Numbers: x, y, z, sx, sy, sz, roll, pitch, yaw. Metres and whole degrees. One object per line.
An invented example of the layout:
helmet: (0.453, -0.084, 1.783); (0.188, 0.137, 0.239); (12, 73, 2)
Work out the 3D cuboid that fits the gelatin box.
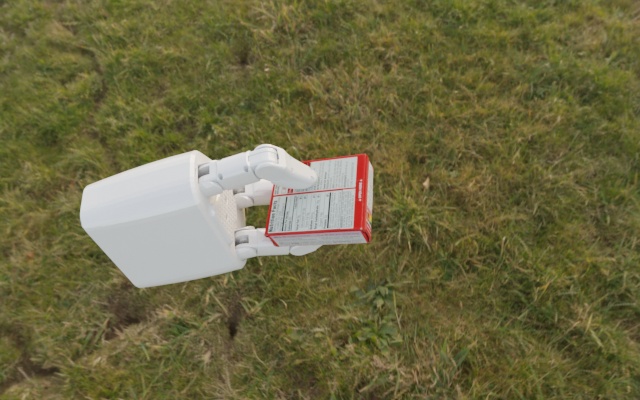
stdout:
gelatin box: (0.000, 0.001, 0.417); (0.089, 0.073, 0.030); (-5, -30, 20)
